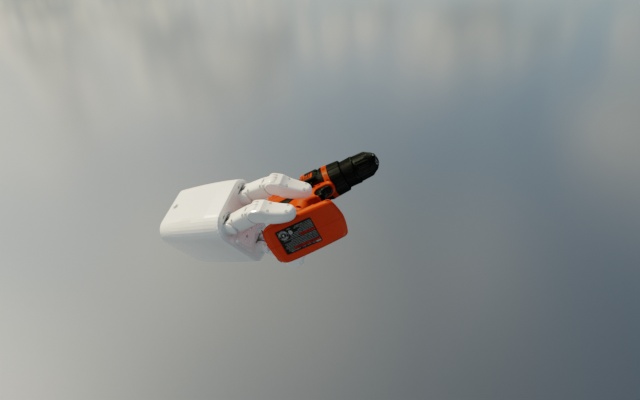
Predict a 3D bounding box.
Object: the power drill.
[{"bbox_3d":[0.000,0.002,0.664,0.184,0.057,0.187,-27,16,13],"label":"power drill"}]
